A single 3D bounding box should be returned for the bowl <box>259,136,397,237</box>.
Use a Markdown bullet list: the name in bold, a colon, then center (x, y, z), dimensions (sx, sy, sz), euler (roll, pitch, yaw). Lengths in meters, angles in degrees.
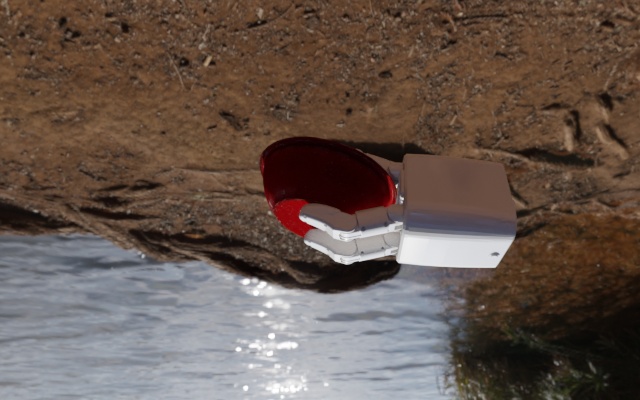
- **bowl**: center (-0.001, 0.002, 0.530), dimensions (0.162, 0.055, 0.162), euler (14, -30, 8)
